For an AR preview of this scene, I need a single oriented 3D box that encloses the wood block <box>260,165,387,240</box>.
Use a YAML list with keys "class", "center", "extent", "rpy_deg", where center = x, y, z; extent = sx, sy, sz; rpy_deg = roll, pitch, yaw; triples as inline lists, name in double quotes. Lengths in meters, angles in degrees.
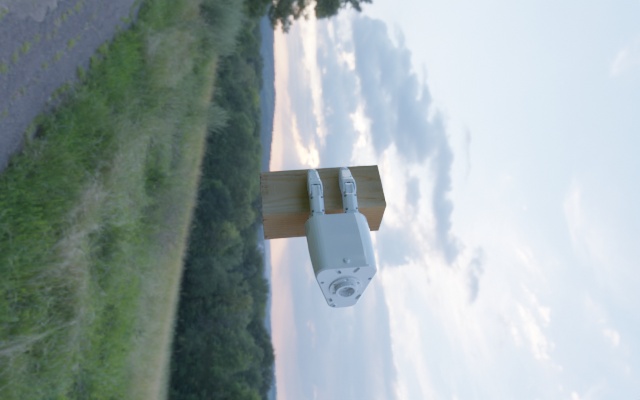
- class: "wood block"
  center: [0.000, 0.003, 0.837]
  extent: [0.206, 0.090, 0.091]
  rpy_deg: [-4, -33, -7]
